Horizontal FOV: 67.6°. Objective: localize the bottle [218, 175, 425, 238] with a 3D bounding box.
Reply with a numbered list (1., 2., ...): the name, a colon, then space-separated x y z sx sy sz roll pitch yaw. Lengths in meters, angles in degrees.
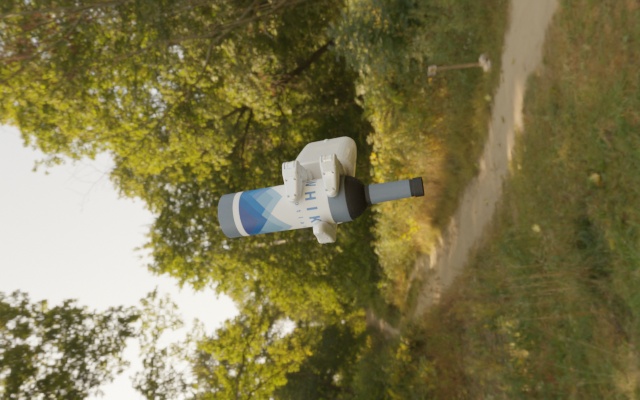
1. bottle: 0.000 0.002 0.692 0.296 0.069 0.069 -9 -2 14
